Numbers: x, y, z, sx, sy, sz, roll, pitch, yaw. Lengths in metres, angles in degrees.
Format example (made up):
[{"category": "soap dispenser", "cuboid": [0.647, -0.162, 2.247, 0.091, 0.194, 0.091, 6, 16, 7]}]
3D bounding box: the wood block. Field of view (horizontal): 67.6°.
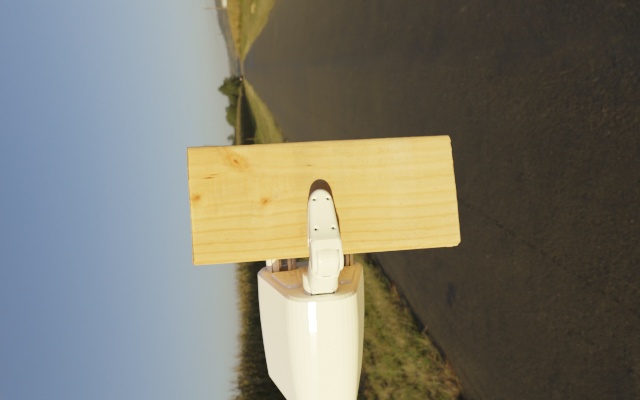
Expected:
[{"category": "wood block", "cuboid": [0.000, 0.002, 0.407, 0.206, 0.090, 0.091, -4, -5, -8]}]
